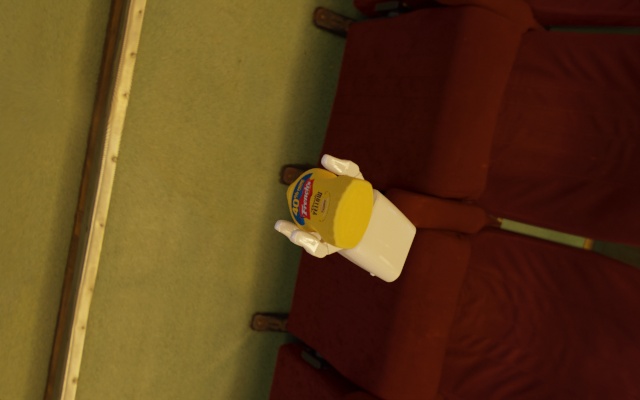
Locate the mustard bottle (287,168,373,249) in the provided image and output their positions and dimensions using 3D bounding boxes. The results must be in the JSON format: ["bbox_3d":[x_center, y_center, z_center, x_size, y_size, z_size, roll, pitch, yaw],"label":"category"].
[{"bbox_3d":[0.000,0.002,0.705,0.058,0.096,0.191,11,5,-30],"label":"mustard bottle"}]
